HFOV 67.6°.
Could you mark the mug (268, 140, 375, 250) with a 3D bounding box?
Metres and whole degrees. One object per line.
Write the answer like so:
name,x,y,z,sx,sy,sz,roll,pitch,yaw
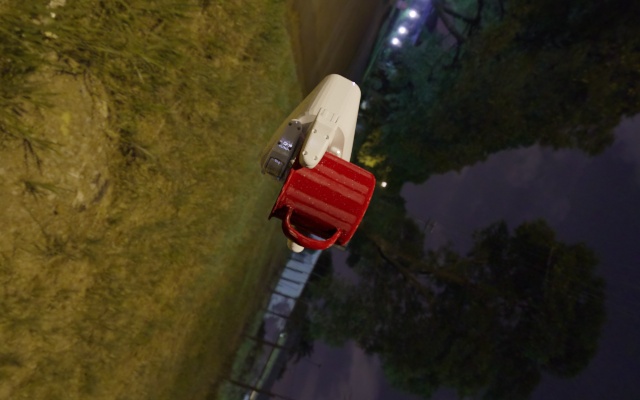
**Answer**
mug,0.000,0.003,0.475,0.081,0.093,0.117,25,42,-4
